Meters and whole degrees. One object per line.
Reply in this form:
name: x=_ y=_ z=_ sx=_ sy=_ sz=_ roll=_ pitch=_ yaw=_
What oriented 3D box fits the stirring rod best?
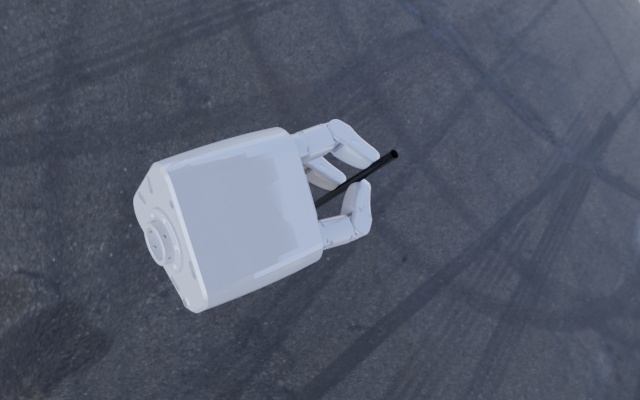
stirring rod: x=0.000 y=0.002 z=0.492 sx=0.011 sy=0.011 sz=0.239 roll=0 pitch=-20 yaw=-33
